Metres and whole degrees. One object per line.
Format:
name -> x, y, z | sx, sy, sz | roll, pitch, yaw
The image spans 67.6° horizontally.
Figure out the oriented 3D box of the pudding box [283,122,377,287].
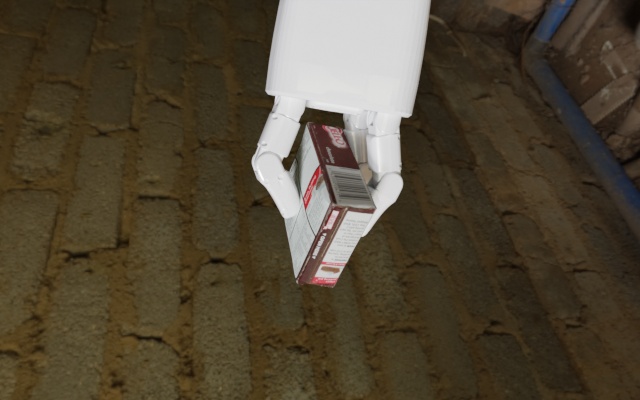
pudding box -> 0.000, 0.001, 0.404 | 0.039, 0.090, 0.113 | 9, 38, -19
